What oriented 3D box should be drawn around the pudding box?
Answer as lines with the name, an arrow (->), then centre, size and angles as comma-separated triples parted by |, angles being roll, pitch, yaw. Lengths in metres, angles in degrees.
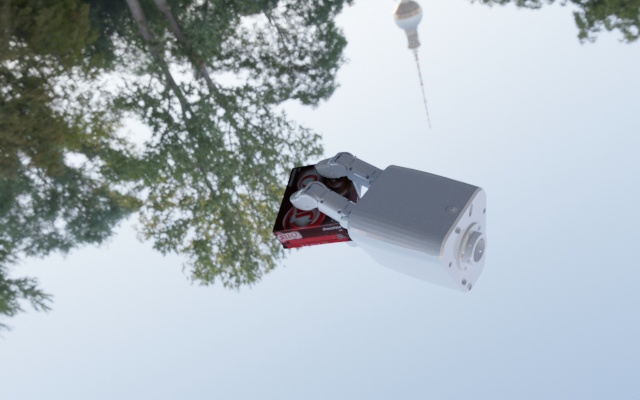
pudding box -> 0.000, 0.002, 0.571 | 0.090, 0.039, 0.113 | -8, 41, 22
